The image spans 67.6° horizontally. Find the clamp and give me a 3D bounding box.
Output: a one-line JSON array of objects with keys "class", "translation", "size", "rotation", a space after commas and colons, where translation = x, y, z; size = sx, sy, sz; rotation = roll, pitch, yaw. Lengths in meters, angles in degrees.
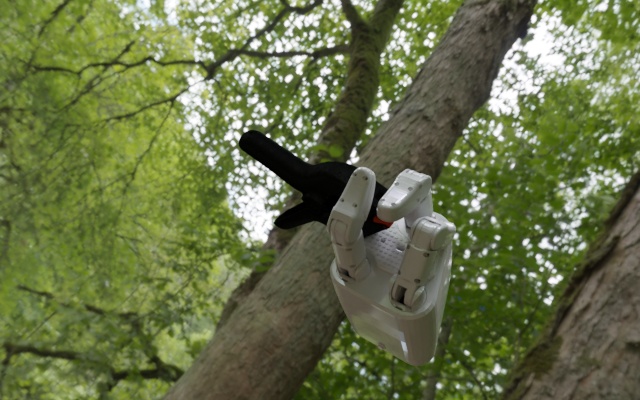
[{"class": "clamp", "translation": [0.001, 0.001, 0.455], "size": [0.171, 0.039, 0.120], "rotation": [23, -31, 32]}]
